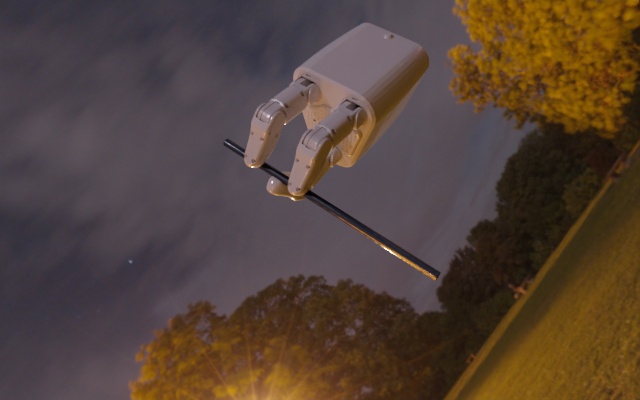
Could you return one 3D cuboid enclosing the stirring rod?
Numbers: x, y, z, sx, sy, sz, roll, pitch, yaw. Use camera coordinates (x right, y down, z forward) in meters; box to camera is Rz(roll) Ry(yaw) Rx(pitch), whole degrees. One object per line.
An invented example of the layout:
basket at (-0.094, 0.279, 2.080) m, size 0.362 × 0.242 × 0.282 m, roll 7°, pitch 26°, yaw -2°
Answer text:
stirring rod at (0.000, 0.001, 0.427) m, size 0.239 × 0.011 × 0.011 m, roll 32°, pitch 14°, yaw 23°
